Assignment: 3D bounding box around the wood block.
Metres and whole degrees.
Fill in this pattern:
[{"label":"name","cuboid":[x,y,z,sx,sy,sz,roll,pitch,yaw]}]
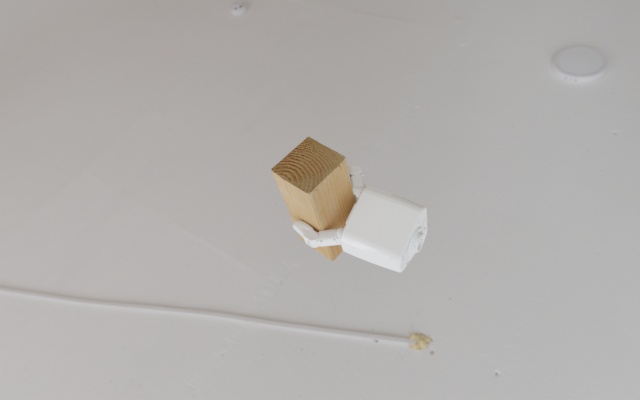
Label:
[{"label":"wood block","cuboid":[0.000,0.003,0.832,0.090,0.091,0.206,33,-24,32]}]
